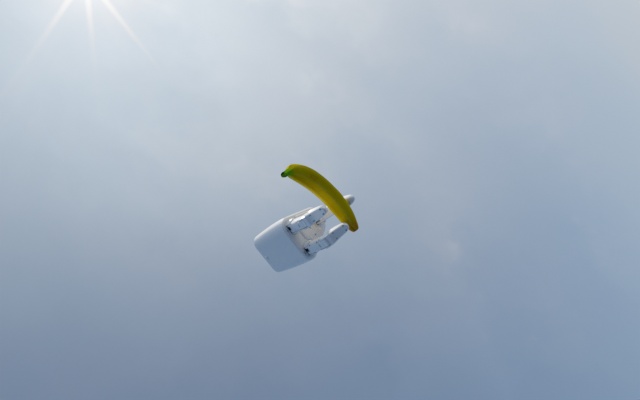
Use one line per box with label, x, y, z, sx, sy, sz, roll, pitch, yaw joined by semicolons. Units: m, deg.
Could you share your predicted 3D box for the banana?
banana;0.000;-0.013;0.887;0.198;0.069;0.037;36;-46;-28
